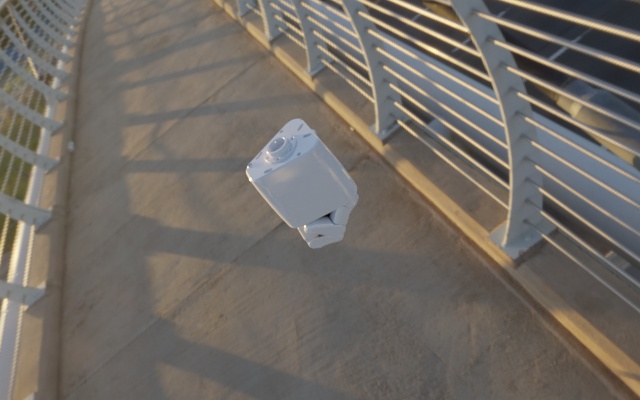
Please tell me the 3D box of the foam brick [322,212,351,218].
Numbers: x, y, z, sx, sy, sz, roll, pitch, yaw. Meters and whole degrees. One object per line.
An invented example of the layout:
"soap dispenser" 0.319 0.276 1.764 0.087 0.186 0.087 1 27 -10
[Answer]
"foam brick" 0.000 0.002 0.728 0.051 0.053 0.078 50 3 -39
